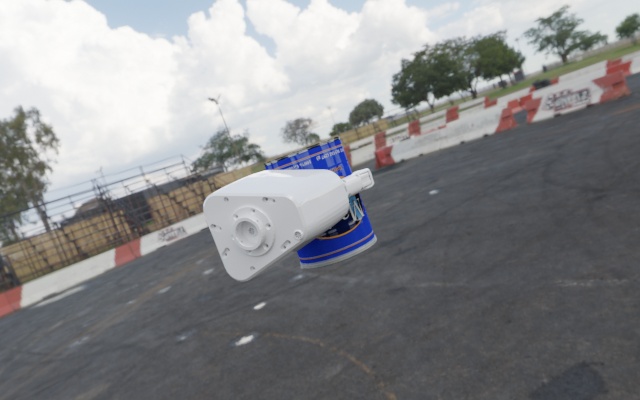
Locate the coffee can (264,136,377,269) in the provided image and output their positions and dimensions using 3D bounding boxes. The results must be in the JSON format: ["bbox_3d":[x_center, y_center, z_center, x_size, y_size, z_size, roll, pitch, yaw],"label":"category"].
[{"bbox_3d":[0.000,0.002,0.605,0.103,0.140,0.103,-20,5,2],"label":"coffee can"}]
